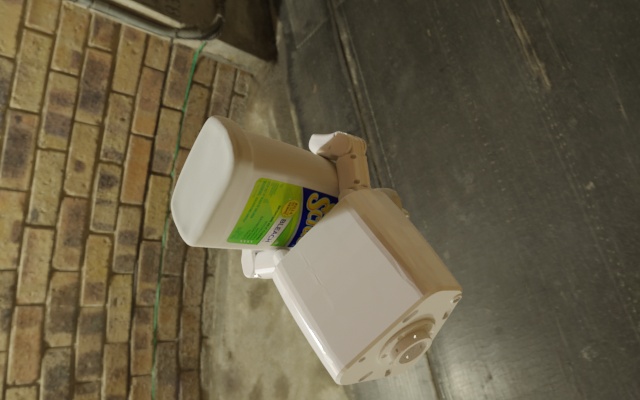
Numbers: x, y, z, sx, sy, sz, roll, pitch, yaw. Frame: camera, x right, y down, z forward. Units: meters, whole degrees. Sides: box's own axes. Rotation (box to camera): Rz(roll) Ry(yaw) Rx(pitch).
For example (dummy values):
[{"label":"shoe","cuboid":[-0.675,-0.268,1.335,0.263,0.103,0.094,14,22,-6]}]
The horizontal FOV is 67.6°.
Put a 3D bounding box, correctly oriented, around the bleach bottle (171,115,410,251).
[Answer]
[{"label":"bleach bottle","cuboid":[0.000,0.001,0.441,0.251,0.103,0.068,9,33,-42]}]
